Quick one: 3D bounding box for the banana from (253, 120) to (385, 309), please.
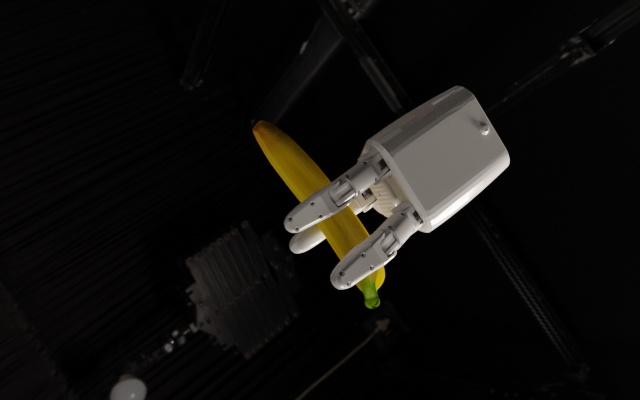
[{"bbox_3d":[0.005,0.007,0.444,0.037,0.197,0.069,-36,-14,3],"label":"banana"}]
